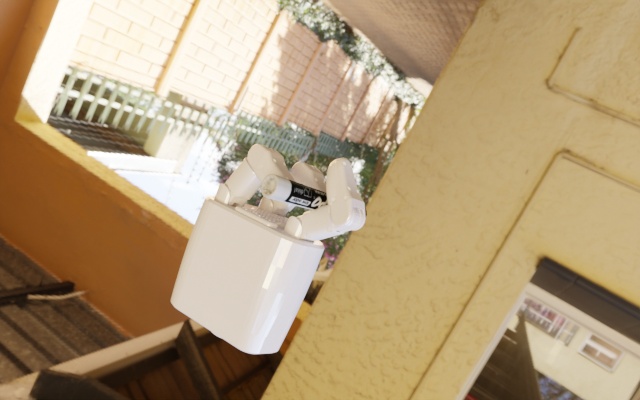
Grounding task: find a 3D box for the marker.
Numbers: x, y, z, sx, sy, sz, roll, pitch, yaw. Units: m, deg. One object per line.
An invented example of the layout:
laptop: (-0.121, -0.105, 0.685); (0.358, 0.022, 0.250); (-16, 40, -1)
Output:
marker: (0.000, 0.001, 0.402); (0.020, 0.020, 0.121); (0, -12, 41)
